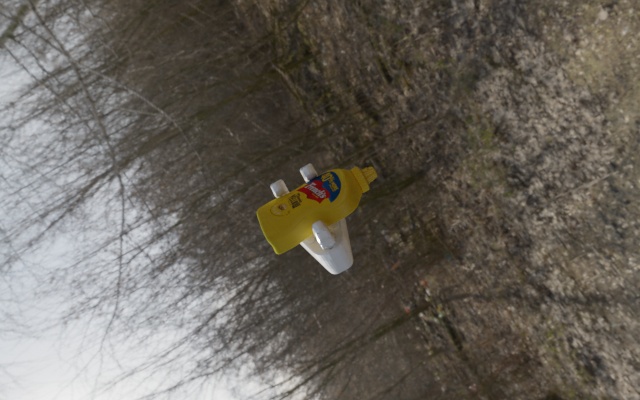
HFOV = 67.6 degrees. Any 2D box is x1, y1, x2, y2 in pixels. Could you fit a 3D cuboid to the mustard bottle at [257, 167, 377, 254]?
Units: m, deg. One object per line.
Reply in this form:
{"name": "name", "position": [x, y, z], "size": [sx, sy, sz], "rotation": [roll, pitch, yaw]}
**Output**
{"name": "mustard bottle", "position": [0.000, 0.002, 0.730], "size": [0.191, 0.058, 0.096], "rotation": [-29, 34, -1]}
